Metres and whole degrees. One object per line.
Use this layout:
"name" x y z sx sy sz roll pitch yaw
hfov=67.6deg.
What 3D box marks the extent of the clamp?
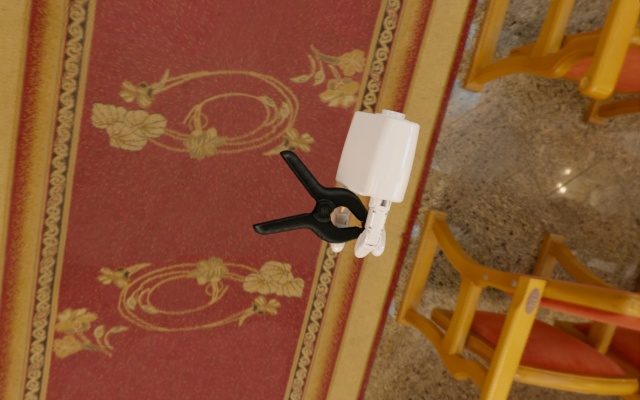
"clamp" 0.000 0.002 0.665 0.171 0.120 0.039 12 8 -13
